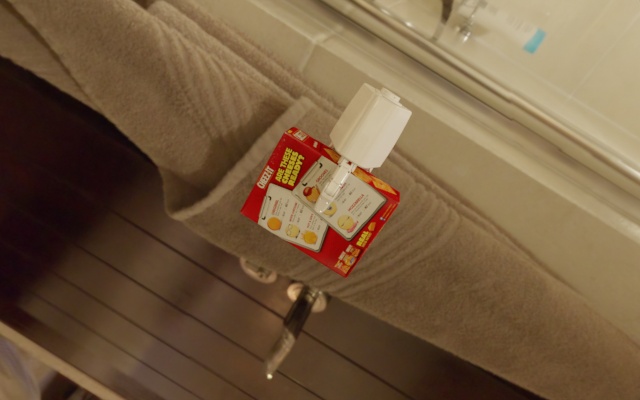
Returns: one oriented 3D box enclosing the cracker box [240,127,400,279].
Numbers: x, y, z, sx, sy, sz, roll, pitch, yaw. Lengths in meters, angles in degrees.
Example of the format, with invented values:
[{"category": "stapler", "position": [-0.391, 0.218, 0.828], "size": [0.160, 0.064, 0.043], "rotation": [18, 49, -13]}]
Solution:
[{"category": "cracker box", "position": [0.000, 0.003, 0.800], "size": [0.213, 0.164, 0.072], "rotation": [32, 20, 0]}]
